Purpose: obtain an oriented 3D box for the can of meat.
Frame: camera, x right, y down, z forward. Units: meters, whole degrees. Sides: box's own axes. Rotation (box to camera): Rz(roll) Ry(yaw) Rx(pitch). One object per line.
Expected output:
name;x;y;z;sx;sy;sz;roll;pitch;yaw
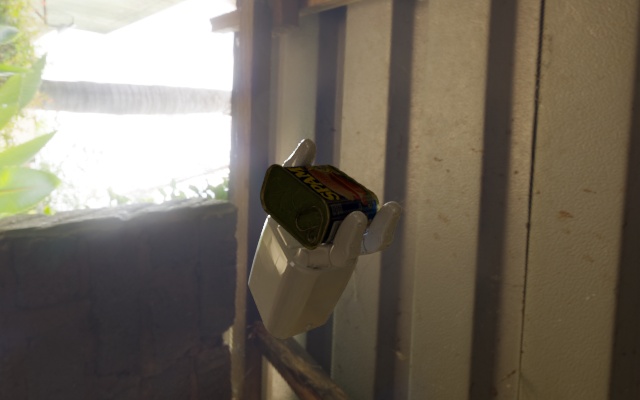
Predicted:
can of meat;0.000;0.002;0.511;0.084;0.057;0.102;-7;35;-44
